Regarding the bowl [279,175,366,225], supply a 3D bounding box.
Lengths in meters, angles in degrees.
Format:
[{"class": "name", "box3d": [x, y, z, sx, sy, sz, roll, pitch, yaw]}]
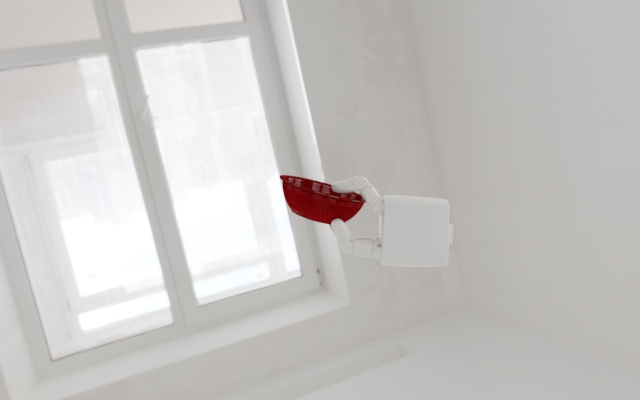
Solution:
[{"class": "bowl", "box3d": [-0.001, 0.003, 0.827, 0.162, 0.055, 0.162, 15, 8, -2]}]
